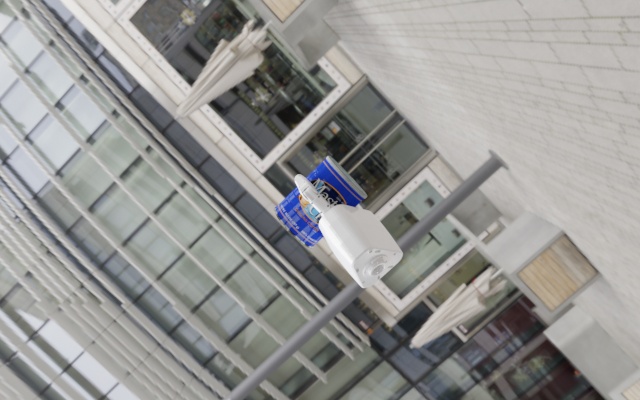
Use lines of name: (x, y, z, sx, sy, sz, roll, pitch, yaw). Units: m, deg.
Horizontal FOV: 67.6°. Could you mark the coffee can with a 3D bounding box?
coffee can: (0.000, 0.003, 0.873, 0.140, 0.103, 0.103, -44, -7, 8)
